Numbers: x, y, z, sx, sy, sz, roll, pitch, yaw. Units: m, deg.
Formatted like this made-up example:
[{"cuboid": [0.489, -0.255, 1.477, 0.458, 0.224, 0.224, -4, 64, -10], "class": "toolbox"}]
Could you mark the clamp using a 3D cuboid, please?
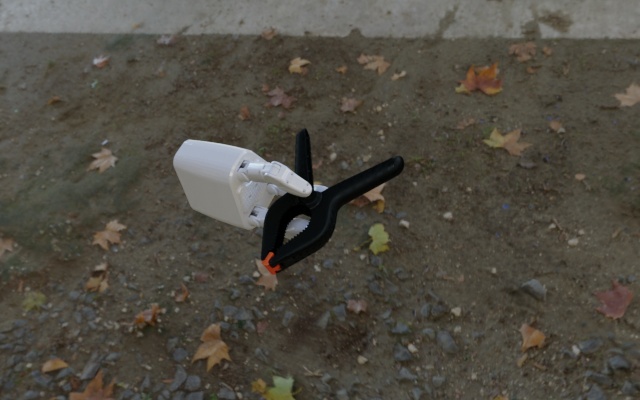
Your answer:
[{"cuboid": [-0.001, 0.002, 0.598, 0.164, 0.210, 0.036, 13, -27, 29], "class": "clamp"}]
